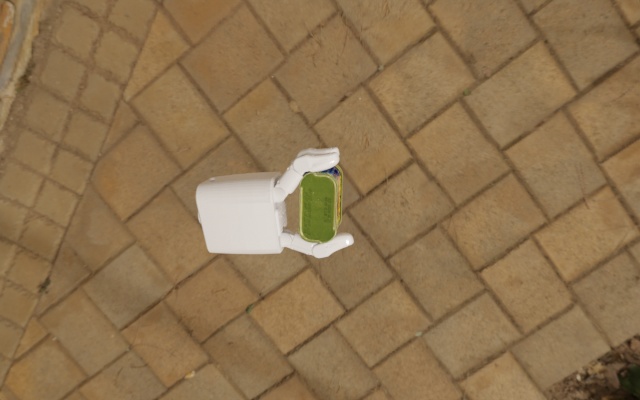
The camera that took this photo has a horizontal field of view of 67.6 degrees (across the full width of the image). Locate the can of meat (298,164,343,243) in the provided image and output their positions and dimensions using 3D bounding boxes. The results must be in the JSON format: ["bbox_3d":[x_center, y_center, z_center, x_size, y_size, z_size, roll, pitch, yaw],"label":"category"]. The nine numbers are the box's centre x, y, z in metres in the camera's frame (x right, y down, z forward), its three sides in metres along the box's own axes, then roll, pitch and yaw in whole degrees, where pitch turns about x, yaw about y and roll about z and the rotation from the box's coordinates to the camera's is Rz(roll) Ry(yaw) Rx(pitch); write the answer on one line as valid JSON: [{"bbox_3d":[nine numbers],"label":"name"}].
[{"bbox_3d":[0.000,0.002,0.667,0.057,0.102,0.084,2,12,5],"label":"can of meat"}]
